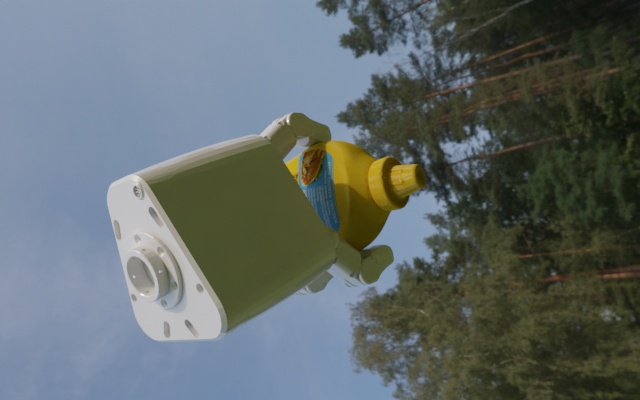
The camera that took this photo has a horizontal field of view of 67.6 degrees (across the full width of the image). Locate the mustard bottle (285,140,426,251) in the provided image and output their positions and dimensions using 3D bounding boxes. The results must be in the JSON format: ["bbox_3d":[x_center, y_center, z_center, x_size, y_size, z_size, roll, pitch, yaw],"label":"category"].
[{"bbox_3d":[0.000,0.001,0.407,0.191,0.096,0.058,-15,-15,39],"label":"mustard bottle"}]
